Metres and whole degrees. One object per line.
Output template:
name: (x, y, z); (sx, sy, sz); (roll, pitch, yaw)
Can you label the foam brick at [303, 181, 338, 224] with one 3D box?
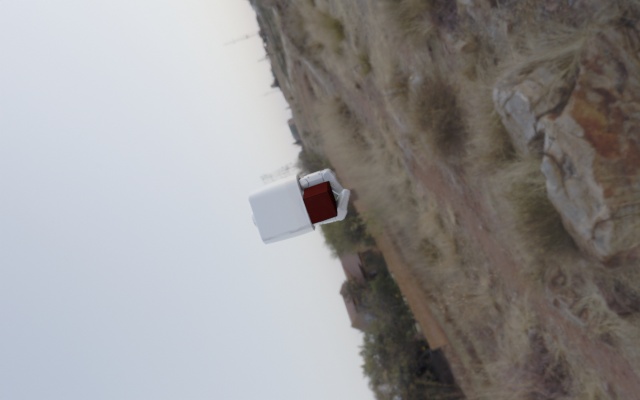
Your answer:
foam brick: (0.000, 0.003, 0.896); (0.051, 0.053, 0.078); (-18, 15, 6)
